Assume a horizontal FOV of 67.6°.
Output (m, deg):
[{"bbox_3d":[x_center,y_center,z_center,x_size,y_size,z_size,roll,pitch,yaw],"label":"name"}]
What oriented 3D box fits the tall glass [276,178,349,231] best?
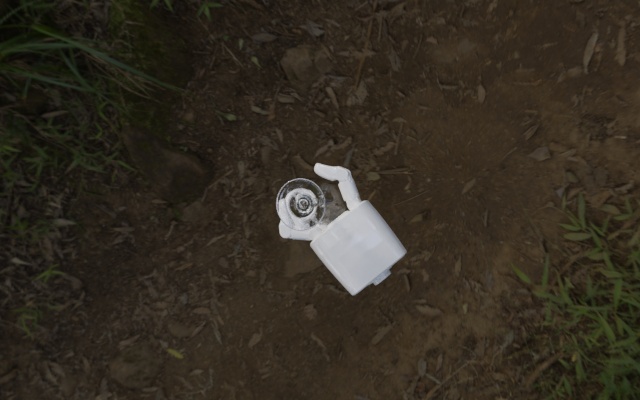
[{"bbox_3d":[0.000,0.002,0.768,0.079,0.079,0.201,0,2,16],"label":"tall glass"}]
